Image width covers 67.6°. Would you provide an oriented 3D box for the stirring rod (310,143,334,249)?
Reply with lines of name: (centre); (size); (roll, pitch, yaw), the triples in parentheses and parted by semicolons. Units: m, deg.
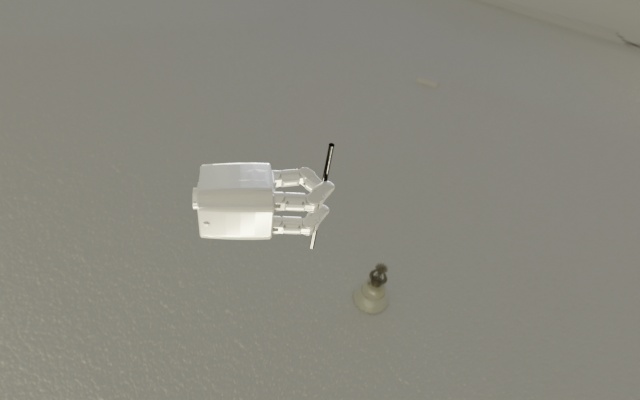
stirring rod: (0.000, 0.002, 0.750); (0.011, 0.011, 0.240); (0, -41, -10)
